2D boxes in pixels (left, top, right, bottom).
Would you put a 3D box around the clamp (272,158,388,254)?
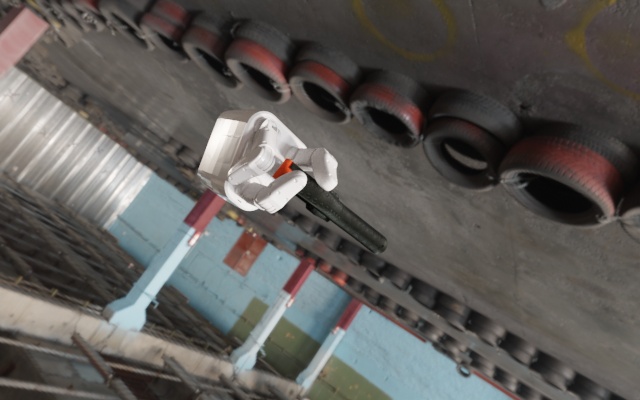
[{"bbox_3d":[0.000,0.002,0.587,0.171,0.039,0.120,42,-13,-34],"label":"clamp"}]
